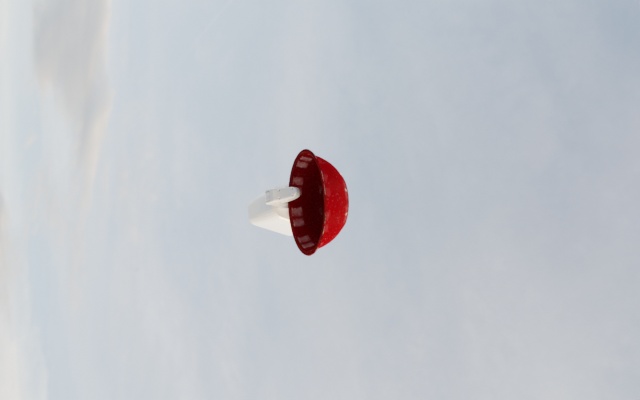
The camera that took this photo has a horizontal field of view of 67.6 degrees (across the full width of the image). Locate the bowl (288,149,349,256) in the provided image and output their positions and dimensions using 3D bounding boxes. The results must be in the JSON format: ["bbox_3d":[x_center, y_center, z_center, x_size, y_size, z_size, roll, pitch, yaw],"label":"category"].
[{"bbox_3d":[0.001,0.002,0.731,0.055,0.162,0.162,-1,0,-22],"label":"bowl"}]
